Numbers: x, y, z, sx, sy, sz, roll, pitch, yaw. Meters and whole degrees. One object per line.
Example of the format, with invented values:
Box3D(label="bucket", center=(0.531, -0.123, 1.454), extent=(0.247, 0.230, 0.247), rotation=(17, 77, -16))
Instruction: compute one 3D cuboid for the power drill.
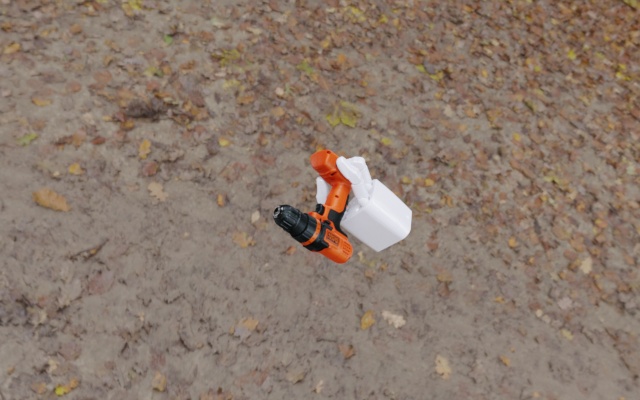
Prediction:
Box3D(label="power drill", center=(0.000, 0.003, 0.883), extent=(0.057, 0.187, 0.184), rotation=(-13, -38, 41))
